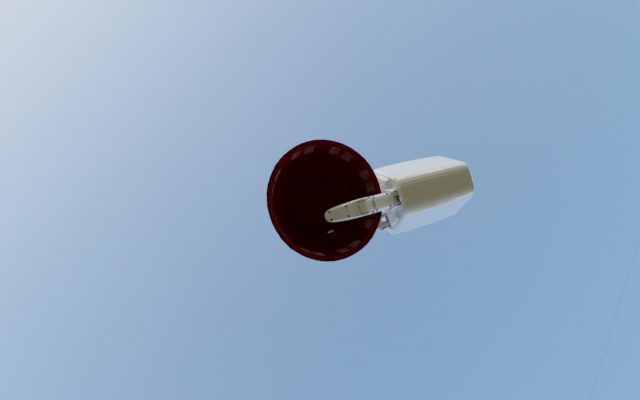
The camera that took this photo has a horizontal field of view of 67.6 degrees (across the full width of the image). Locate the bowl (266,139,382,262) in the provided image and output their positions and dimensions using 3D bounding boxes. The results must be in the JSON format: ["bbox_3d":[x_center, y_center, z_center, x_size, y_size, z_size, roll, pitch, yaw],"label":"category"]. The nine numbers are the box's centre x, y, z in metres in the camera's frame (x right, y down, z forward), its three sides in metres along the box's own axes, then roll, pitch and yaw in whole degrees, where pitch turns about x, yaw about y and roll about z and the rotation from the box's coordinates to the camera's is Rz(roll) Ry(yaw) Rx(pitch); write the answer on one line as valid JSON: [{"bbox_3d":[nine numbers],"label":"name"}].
[{"bbox_3d":[-0.001,0.002,0.647,0.162,0.162,0.055,0,-8,-20],"label":"bowl"}]
